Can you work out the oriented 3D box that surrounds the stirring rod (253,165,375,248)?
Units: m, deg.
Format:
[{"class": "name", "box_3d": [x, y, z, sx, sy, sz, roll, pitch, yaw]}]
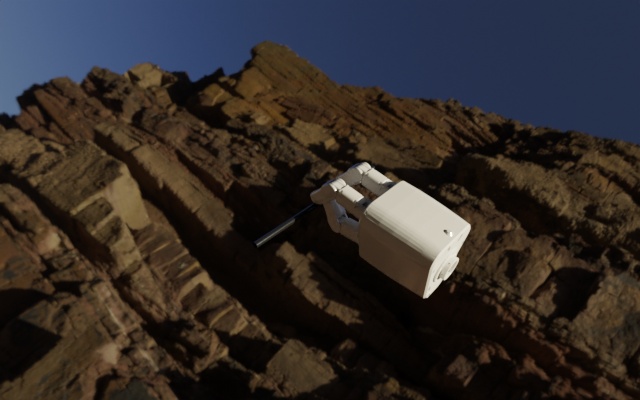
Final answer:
[{"class": "stirring rod", "box_3d": [0.000, 0.002, 0.652, 0.011, 0.011, 0.239, 0, 26, 47]}]
